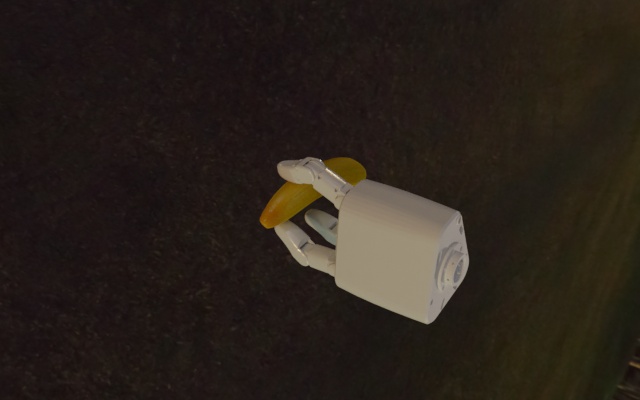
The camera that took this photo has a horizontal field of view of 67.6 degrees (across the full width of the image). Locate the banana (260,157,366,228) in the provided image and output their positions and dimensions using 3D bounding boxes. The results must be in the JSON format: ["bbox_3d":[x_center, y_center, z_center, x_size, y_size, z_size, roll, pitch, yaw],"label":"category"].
[{"bbox_3d":[0.005,-0.016,0.570,0.037,0.070,0.198,22,22,31],"label":"banana"}]
